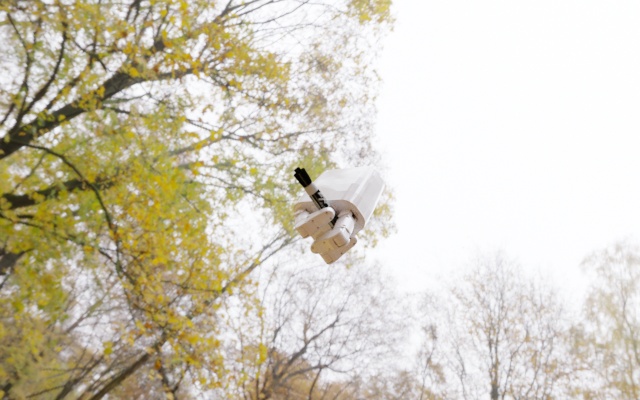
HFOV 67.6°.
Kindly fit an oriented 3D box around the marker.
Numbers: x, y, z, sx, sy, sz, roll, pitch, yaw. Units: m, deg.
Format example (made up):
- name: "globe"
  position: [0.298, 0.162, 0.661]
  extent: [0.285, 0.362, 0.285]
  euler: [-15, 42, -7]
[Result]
- name: "marker"
  position: [0.000, 0.002, 0.685]
  extent: [0.020, 0.121, 0.020]
  euler: [-32, 18, 11]
